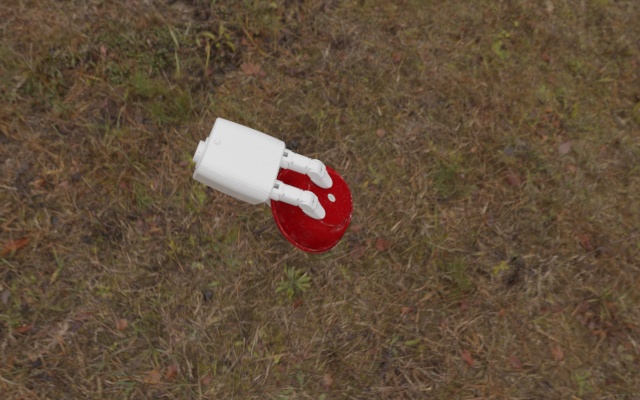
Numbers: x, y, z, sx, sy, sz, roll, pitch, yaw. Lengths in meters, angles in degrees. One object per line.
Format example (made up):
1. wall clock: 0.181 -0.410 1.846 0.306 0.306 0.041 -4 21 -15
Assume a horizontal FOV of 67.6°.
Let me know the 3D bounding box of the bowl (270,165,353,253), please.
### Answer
1. bowl: 0.001 0.003 0.783 0.162 0.162 0.055 0 -13 -39
